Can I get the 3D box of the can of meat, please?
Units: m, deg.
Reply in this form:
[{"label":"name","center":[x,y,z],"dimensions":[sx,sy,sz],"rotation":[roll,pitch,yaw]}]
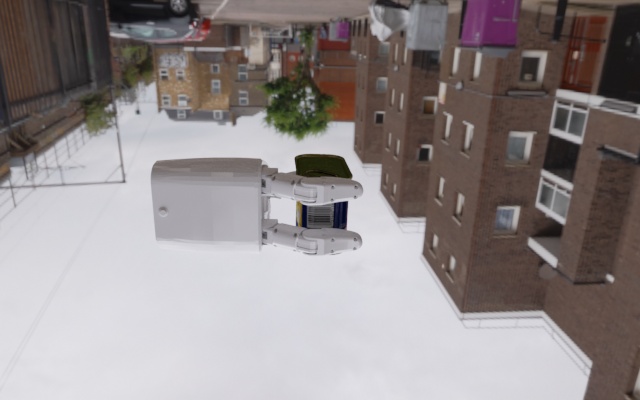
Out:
[{"label":"can of meat","center":[0.000,0.002,0.522],"dimensions":[0.057,0.084,0.102],"rotation":[0,20,-5]}]
